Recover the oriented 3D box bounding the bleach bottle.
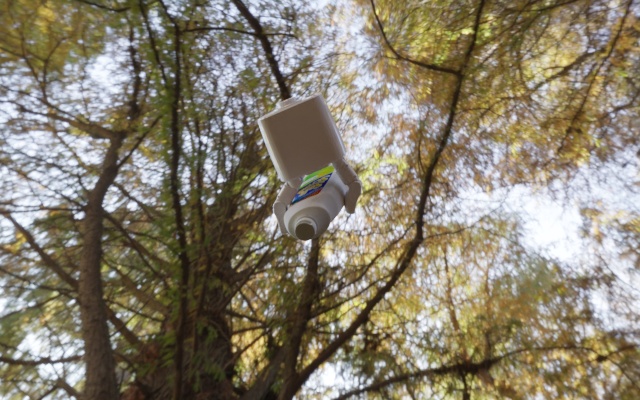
[{"bbox_3d":[0.000,0.003,0.788,0.102,0.068,0.250,-22,14,13],"label":"bleach bottle"}]
